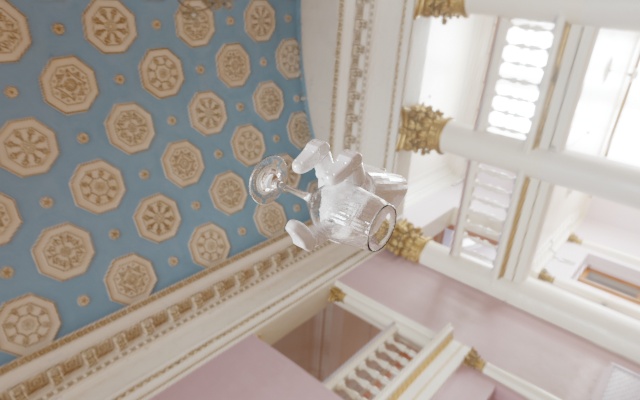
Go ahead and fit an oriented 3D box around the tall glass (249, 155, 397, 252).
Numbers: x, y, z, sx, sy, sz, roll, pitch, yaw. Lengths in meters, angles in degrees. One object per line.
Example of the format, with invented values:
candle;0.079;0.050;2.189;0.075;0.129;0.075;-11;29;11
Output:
tall glass;-0.001;0.002;0.633;0.201;0.079;0.079;23;14;35
